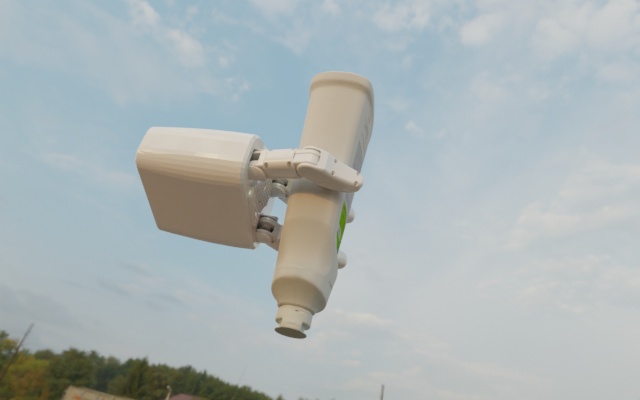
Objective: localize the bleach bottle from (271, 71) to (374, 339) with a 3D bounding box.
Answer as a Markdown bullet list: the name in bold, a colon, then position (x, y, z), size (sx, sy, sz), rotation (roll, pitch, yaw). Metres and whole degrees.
- **bleach bottle**: position (0.000, 0.002, 0.455), size (0.068, 0.250, 0.103), rotation (7, -31, 12)
